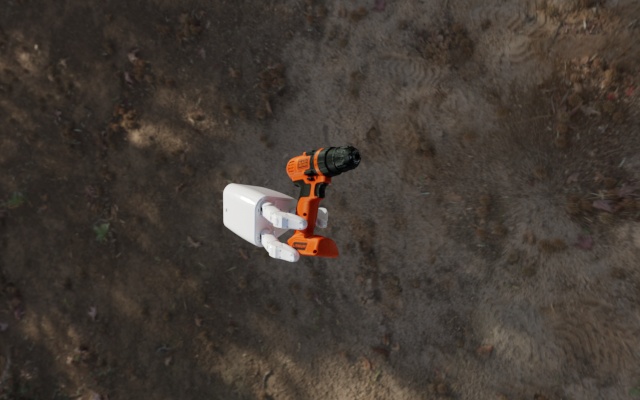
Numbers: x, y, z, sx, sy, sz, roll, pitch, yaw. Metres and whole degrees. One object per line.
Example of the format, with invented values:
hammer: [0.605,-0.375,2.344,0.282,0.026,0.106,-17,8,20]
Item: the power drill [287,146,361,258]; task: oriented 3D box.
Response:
power drill: [0.000,0.003,0.822,0.057,0.187,0.184,10,-10,-33]
